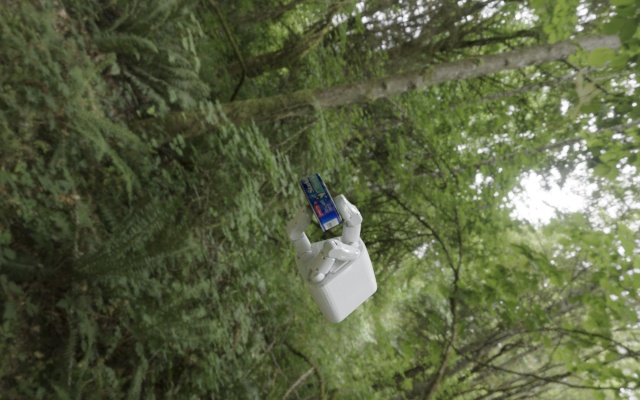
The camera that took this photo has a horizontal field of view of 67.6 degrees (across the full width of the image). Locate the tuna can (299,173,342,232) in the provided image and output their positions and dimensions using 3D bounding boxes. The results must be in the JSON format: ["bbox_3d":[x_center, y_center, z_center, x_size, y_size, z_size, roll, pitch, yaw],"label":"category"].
[{"bbox_3d":[0.001,0.002,0.726,0.034,0.086,0.086,-26,0,0],"label":"tuna can"}]
